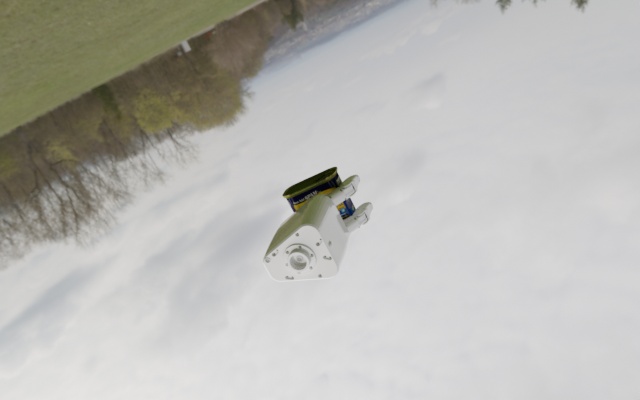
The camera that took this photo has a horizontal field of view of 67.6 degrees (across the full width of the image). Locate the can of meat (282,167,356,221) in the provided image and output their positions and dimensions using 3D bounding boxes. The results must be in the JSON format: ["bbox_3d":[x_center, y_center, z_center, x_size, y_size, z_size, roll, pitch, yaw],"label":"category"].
[{"bbox_3d":[0.000,0.003,0.815,0.102,0.084,0.057,-24,15,15],"label":"can of meat"}]
